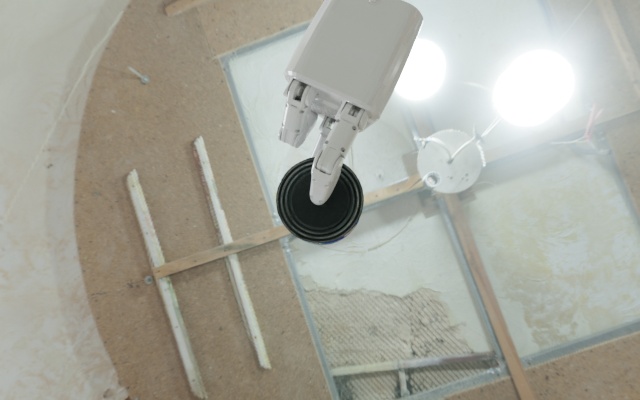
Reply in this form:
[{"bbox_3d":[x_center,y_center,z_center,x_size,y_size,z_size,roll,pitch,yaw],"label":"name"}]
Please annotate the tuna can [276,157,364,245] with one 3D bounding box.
[{"bbox_3d":[0.000,0.002,0.479,0.086,0.086,0.034,0,-10,3],"label":"tuna can"}]
